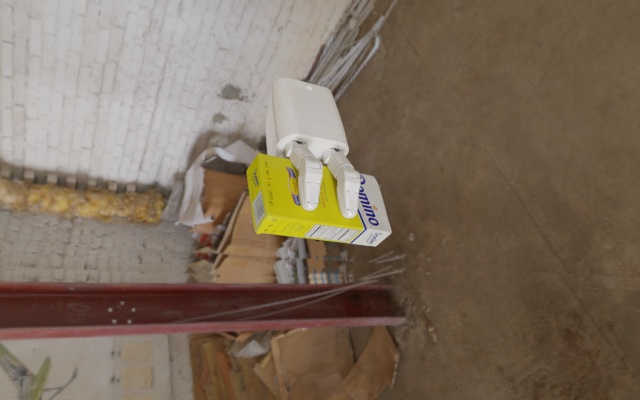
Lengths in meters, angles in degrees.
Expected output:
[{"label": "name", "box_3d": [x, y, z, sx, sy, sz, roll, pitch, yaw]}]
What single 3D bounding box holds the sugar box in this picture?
[{"label": "sugar box", "box_3d": [0.000, 0.002, 0.598, 0.176, 0.093, 0.048, 7, -36, -28]}]
